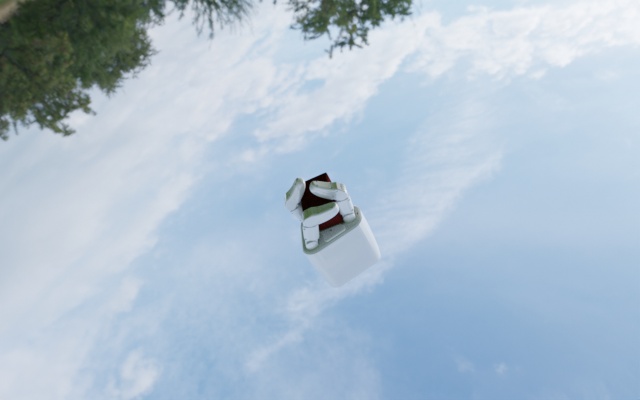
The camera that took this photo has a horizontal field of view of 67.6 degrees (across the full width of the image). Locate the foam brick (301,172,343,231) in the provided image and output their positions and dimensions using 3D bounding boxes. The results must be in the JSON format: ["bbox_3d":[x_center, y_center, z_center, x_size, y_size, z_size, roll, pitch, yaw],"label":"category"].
[{"bbox_3d":[0.000,0.002,0.795,0.053,0.051,0.078,-22,39,11],"label":"foam brick"}]
